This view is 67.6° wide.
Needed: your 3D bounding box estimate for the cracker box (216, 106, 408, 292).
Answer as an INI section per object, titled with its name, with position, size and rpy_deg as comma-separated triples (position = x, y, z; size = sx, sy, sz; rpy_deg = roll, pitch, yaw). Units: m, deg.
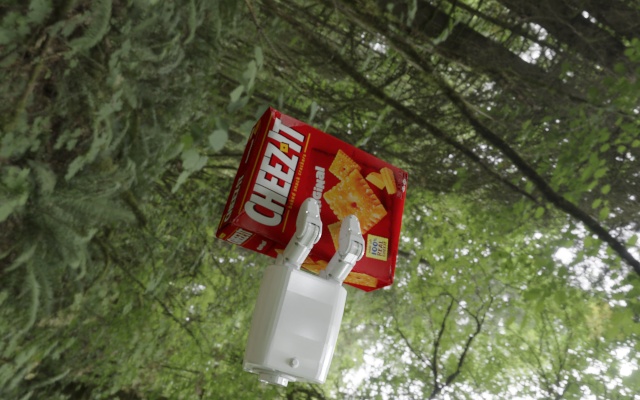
[cracker box]
position = 0.000, 0.002, 0.601
size = 0.214, 0.164, 0.072
rpy_deg = 23, -28, -19
